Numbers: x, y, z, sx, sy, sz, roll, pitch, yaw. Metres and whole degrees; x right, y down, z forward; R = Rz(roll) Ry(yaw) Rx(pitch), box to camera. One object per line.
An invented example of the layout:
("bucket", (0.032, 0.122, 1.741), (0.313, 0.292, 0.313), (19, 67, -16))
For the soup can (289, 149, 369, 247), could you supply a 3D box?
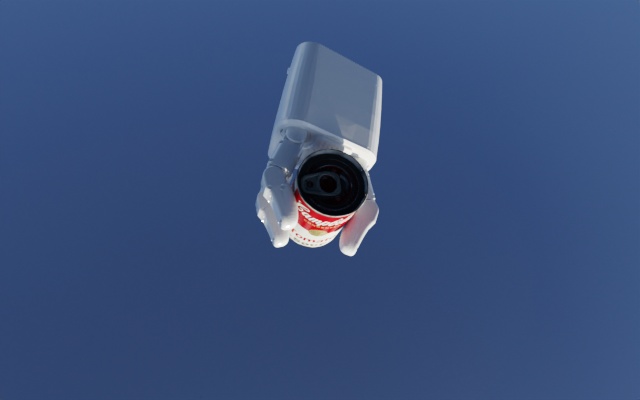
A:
("soup can", (0.000, 0.002, 0.479), (0.068, 0.068, 0.102), (0, -22, -14))
